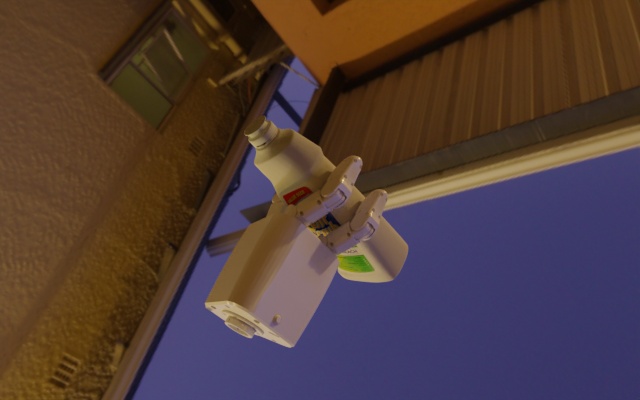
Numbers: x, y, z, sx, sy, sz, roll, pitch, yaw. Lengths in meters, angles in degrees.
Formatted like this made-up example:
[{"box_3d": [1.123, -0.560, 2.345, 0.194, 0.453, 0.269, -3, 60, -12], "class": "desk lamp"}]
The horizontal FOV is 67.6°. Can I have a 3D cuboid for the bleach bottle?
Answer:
[{"box_3d": [0.000, 0.002, 0.557, 0.102, 0.068, 0.251, -3, -41, 46], "class": "bleach bottle"}]
